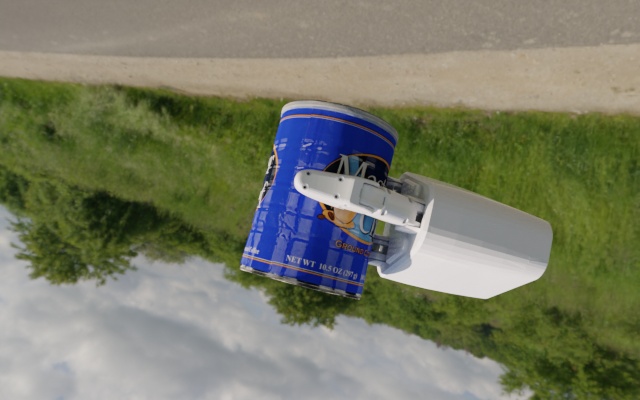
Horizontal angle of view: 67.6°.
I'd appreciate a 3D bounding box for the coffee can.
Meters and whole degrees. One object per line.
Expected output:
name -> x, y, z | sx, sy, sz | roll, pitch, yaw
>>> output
coffee can -> 0.000, 0.001, 0.401 | 0.103, 0.140, 0.103 | 14, -8, 2
